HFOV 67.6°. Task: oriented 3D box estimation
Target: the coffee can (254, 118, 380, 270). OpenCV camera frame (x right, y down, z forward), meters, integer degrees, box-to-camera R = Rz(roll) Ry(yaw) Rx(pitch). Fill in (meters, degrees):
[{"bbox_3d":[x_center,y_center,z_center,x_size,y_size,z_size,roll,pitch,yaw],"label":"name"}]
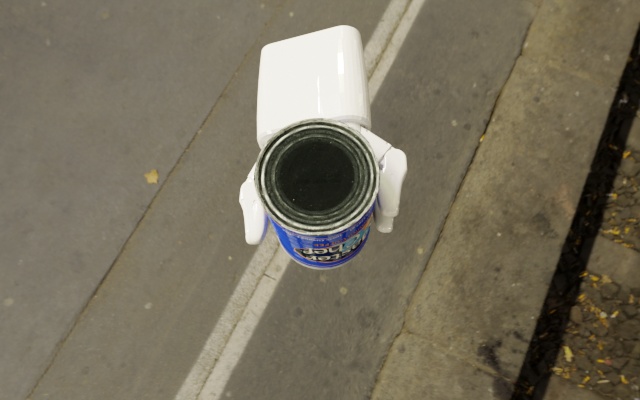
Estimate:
[{"bbox_3d":[0.000,0.002,0.449,0.103,0.102,0.140,0,-19,2],"label":"coffee can"}]
